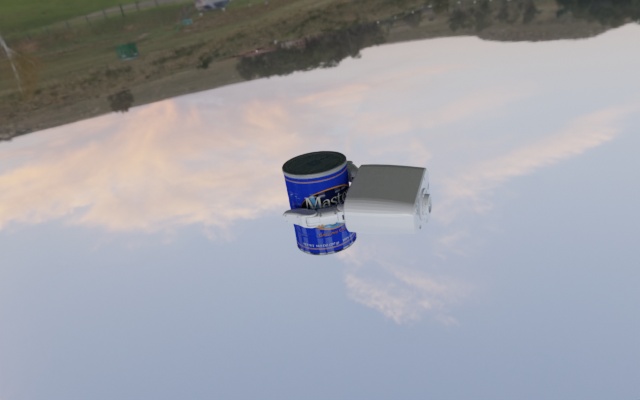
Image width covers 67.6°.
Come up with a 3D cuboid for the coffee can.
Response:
[{"bbox_3d":[0.000,0.002,0.774,0.103,0.140,0.102,-8,24,4],"label":"coffee can"}]
